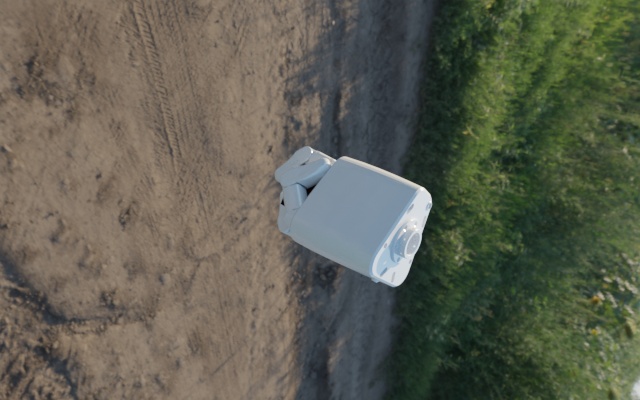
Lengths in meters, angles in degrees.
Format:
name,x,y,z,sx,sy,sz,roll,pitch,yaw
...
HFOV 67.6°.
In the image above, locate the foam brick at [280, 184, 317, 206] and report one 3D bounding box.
name,x,y,z,sx,sy,sz,roll,pitch,yaw
foam brick,0.000,0.002,0.582,0.051,0.053,0.078,24,-5,35
